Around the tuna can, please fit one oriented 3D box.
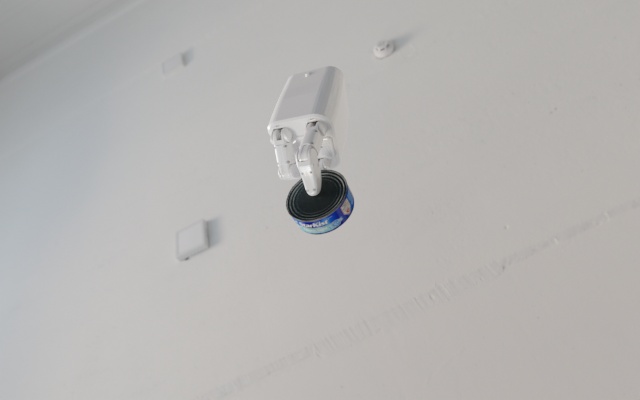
[{"bbox_3d":[0.000,0.002,0.626,0.086,0.086,0.034,0,-38,28],"label":"tuna can"}]
